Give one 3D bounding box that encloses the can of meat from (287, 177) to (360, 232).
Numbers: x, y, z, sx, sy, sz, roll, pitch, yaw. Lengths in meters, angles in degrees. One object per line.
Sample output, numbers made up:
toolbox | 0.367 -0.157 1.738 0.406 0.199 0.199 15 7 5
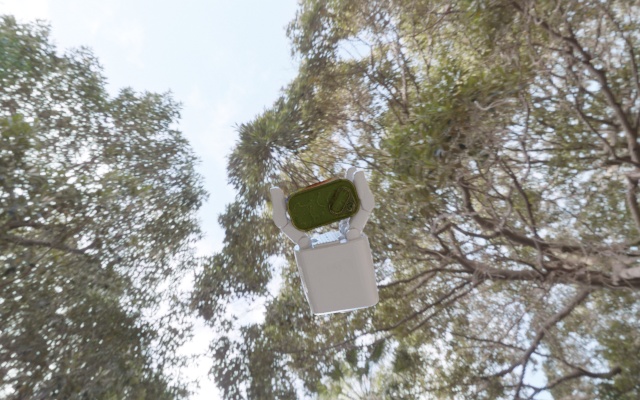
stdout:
can of meat | 0.000 0.002 0.712 0.102 0.057 0.084 -18 8 -4
